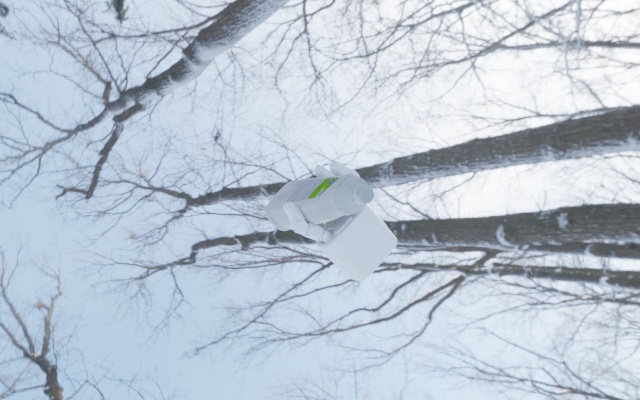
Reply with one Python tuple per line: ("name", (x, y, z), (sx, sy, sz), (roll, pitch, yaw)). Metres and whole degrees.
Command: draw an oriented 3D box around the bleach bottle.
("bleach bottle", (0.000, 0.003, 0.832), (0.068, 0.102, 0.251), (48, -25, -21))
